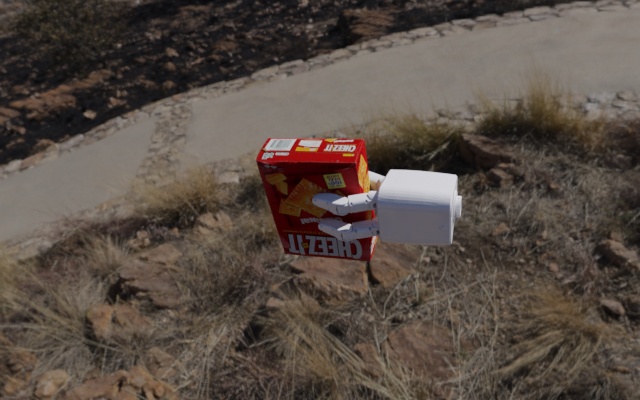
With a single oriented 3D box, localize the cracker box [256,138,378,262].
[{"bbox_3d":[0.000,0.002,0.790,0.164,0.214,0.072,3,41,18],"label":"cracker box"}]
